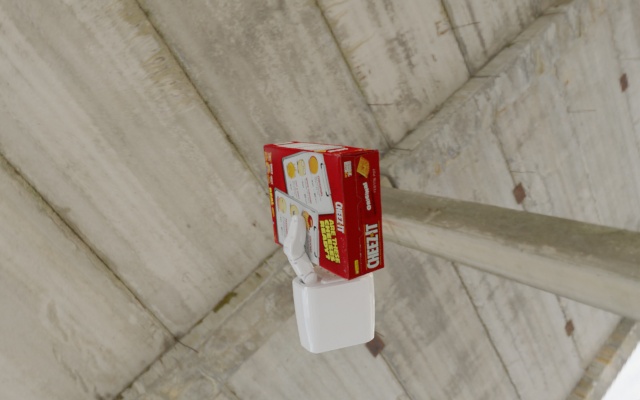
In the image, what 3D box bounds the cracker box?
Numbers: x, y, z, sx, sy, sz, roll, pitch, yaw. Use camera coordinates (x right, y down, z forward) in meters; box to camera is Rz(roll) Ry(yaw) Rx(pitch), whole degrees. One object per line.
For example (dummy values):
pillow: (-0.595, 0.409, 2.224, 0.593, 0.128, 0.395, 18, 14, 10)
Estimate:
cracker box: (0.000, 0.002, 0.690, 0.072, 0.164, 0.213, -13, 16, -30)
